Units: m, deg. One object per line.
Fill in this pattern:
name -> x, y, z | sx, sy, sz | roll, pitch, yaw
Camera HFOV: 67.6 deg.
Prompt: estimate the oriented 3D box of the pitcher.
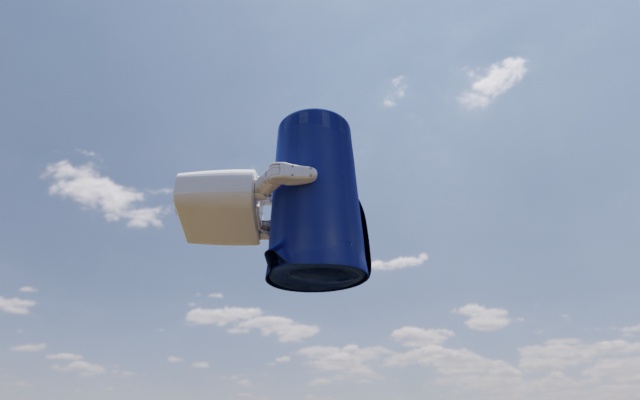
pitcher -> 0.000, 0.002, 0.668 | 0.145, 0.242, 0.149 | -1, -25, 0
